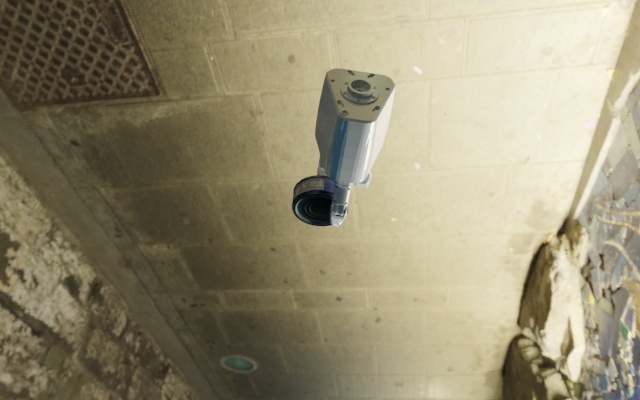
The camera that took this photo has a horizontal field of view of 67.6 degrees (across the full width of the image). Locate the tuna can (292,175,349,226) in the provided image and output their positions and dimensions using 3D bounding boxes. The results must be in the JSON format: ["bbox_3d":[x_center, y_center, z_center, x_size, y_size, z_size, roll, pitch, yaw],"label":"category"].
[{"bbox_3d":[0.000,0.003,0.719,0.086,0.033,0.086,3,-38,2],"label":"tuna can"}]
